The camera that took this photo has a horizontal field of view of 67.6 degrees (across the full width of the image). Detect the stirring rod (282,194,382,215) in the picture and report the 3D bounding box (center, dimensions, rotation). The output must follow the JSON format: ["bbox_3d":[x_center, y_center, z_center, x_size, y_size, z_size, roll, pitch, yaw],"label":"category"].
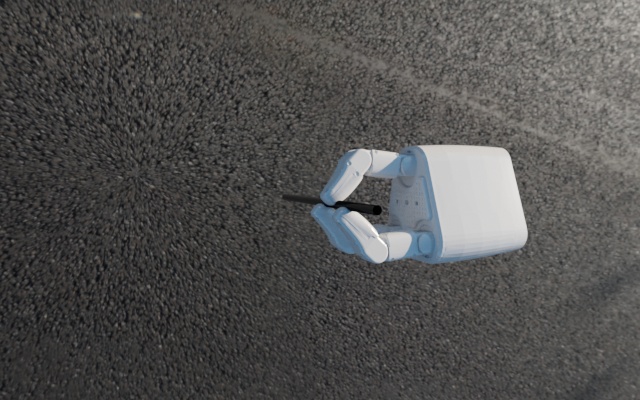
[{"bbox_3d":[0.000,0.002,0.474,0.011,0.011,0.239,0,3,-21],"label":"stirring rod"}]
